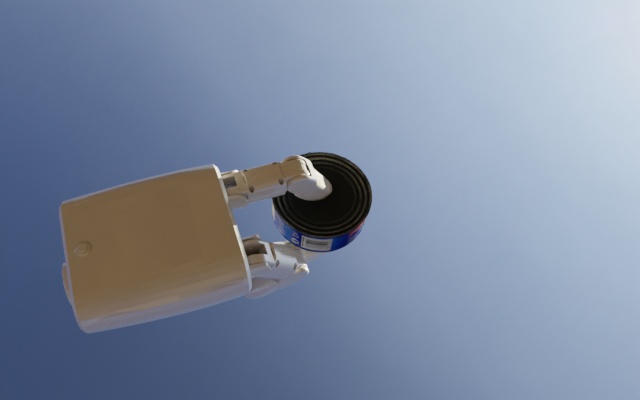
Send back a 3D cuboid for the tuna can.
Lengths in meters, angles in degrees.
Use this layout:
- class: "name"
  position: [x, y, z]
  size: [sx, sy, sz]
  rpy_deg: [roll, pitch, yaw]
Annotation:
- class: "tuna can"
  position: [0.000, 0.002, 0.417]
  size: [0.086, 0.086, 0.034]
  rpy_deg: [0, -31, -6]
